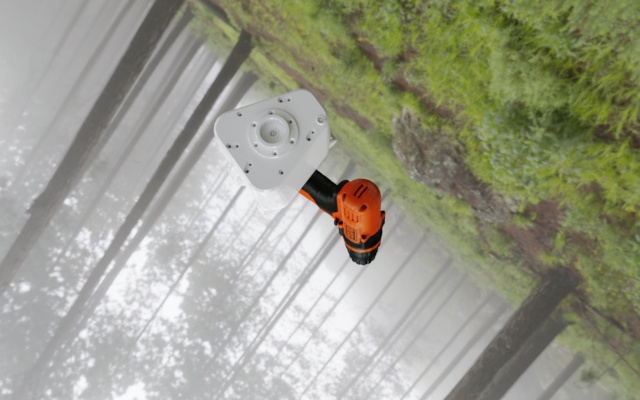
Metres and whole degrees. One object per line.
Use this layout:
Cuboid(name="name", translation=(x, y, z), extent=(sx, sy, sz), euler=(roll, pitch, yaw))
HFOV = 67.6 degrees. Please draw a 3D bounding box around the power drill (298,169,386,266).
Cuboid(name="power drill", translation=(0.000, 0.002, 0.634), extent=(0.187, 0.057, 0.185), euler=(30, -25, 20))
